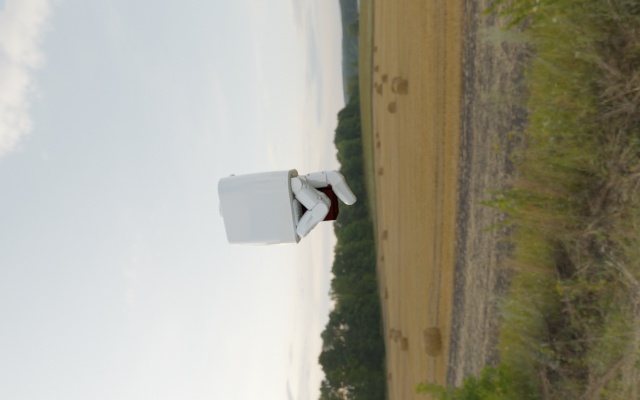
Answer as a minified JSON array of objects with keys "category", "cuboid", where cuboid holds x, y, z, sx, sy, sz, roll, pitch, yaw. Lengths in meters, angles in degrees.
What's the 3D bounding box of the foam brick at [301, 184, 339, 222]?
[{"category":"foam brick","cuboid":[0.000,0.003,0.759,0.051,0.053,0.078,-5,6,6]}]
